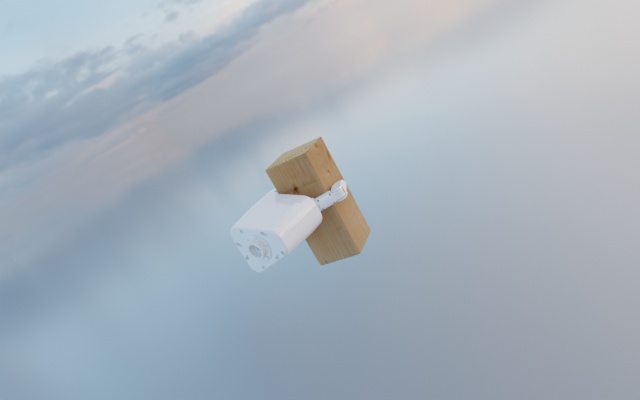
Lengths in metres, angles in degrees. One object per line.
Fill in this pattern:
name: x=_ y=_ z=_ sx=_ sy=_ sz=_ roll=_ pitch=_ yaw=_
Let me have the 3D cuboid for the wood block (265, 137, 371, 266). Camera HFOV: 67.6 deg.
wood block: x=0.000 y=0.003 z=0.873 sx=0.091 sy=0.206 sz=0.090 roll=-20 pitch=18 yaw=28
